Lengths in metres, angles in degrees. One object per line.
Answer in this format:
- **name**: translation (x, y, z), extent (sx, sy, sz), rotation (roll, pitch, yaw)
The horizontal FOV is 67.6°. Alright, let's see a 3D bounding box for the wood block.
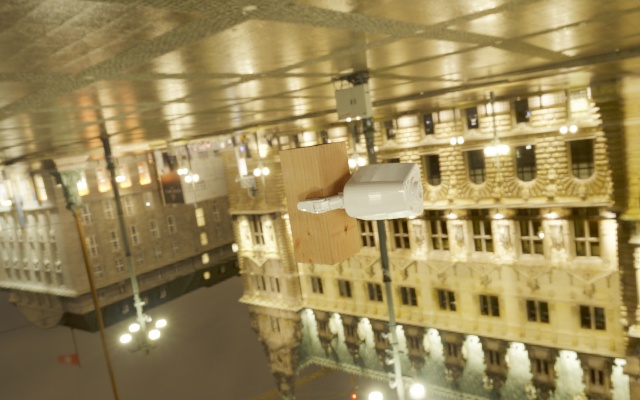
- **wood block**: translation (0.000, 0.003, 0.862), extent (0.090, 0.206, 0.091), rotation (-2, 10, 39)
